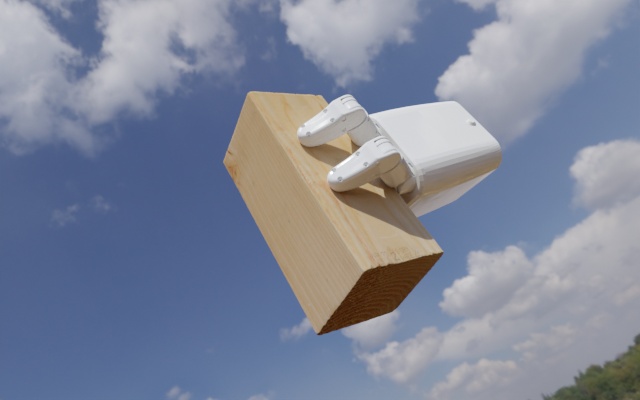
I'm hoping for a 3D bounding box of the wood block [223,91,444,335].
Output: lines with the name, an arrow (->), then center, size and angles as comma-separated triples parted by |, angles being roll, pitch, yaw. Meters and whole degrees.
wood block -> 0.000, 0.001, 0.433 | 0.090, 0.206, 0.091 | -6, -40, -37
